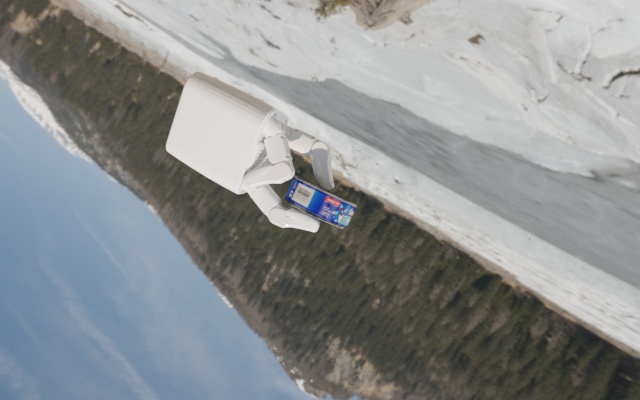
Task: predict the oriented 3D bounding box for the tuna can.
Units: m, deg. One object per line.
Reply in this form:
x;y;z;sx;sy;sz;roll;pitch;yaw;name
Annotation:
0.000;0.002;0.587;0.086;0.034;0.086;25;2;-1;tuna can
